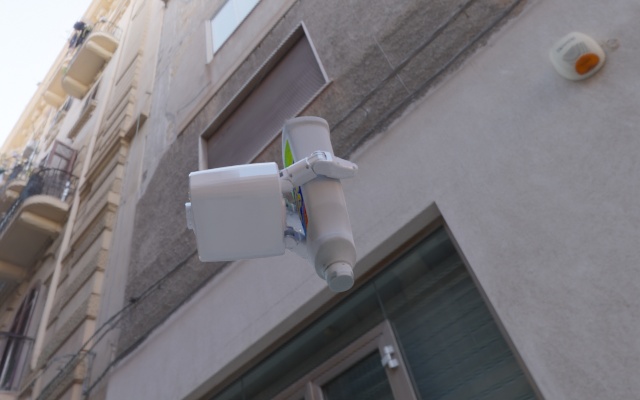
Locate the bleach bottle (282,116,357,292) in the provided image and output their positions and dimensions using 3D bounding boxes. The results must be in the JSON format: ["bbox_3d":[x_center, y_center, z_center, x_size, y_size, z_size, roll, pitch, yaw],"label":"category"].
[{"bbox_3d":[0.000,0.002,0.604,0.068,0.103,0.250,-5,42,-10],"label":"bleach bottle"}]
